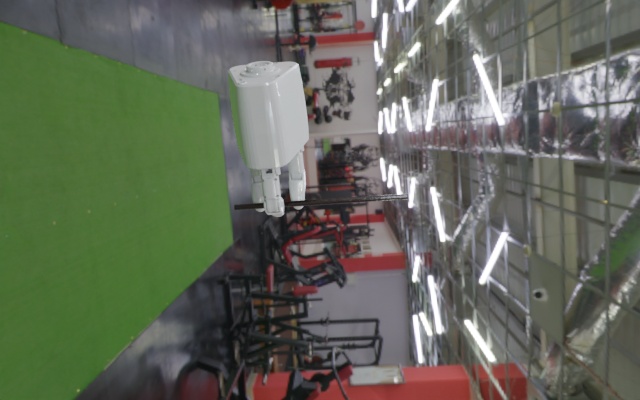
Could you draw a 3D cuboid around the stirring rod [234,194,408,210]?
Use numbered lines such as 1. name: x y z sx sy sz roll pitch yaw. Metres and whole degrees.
1. stirring rod: 0.000 0.002 0.662 0.239 0.011 0.011 -4 0 3
